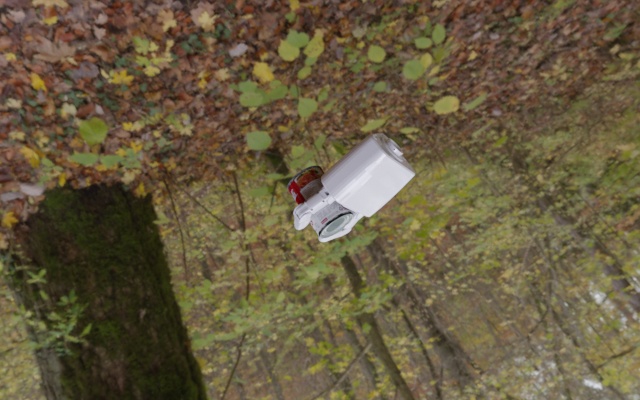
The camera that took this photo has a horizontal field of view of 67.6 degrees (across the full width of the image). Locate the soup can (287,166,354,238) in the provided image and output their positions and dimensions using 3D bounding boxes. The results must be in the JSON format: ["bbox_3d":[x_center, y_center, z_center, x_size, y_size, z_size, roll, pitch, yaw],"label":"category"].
[{"bbox_3d":[0.000,0.003,0.785,0.068,0.102,0.068,-29,-21,-13],"label":"soup can"}]
